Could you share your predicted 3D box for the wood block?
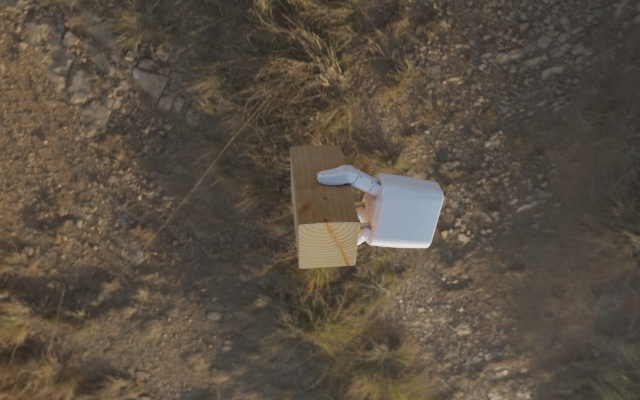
[{"bbox_3d":[0.001,0.002,0.776,0.090,0.091,0.206,-2,38,-6],"label":"wood block"}]
